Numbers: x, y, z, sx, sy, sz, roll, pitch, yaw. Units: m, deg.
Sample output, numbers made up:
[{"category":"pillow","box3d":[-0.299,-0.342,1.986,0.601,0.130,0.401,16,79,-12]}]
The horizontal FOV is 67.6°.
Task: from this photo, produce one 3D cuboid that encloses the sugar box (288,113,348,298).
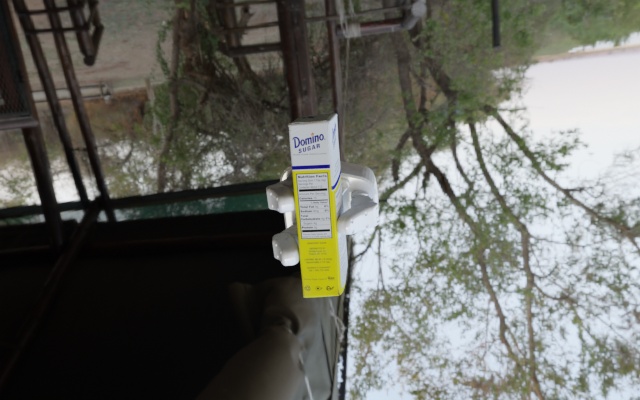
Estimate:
[{"category":"sugar box","box3d":[0.000,0.002,0.498,0.048,0.176,0.093,-5,13,8]}]
